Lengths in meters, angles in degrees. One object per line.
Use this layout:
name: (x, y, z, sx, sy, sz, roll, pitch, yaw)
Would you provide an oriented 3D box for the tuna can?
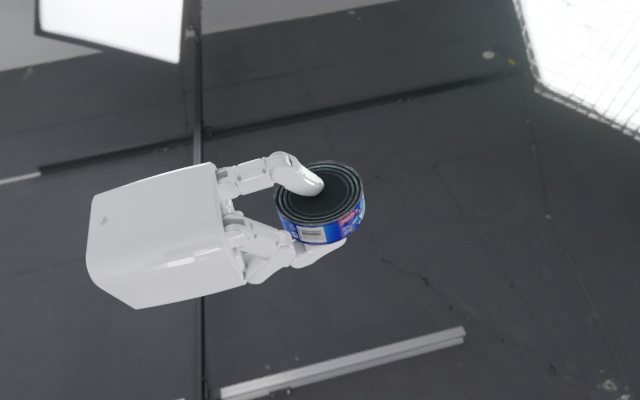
tuna can: (0.000, 0.002, 0.464, 0.086, 0.086, 0.034, 0, -44, 13)
